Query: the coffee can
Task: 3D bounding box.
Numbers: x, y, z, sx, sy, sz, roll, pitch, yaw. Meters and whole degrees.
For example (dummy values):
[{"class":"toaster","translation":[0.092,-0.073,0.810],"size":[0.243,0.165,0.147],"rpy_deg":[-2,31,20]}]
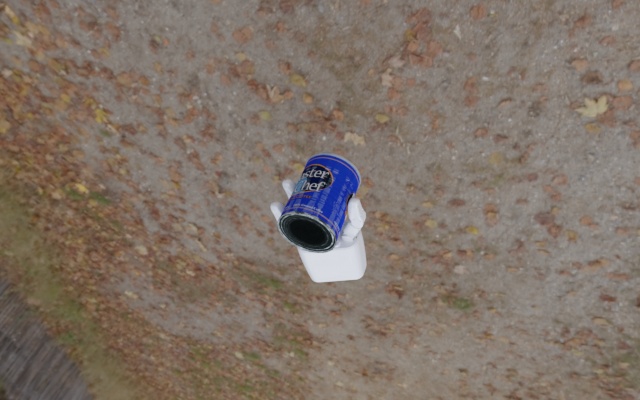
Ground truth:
[{"class":"coffee can","translation":[0.000,0.002,0.807],"size":[0.103,0.140,0.103],"rpy_deg":[15,-38,12]}]
